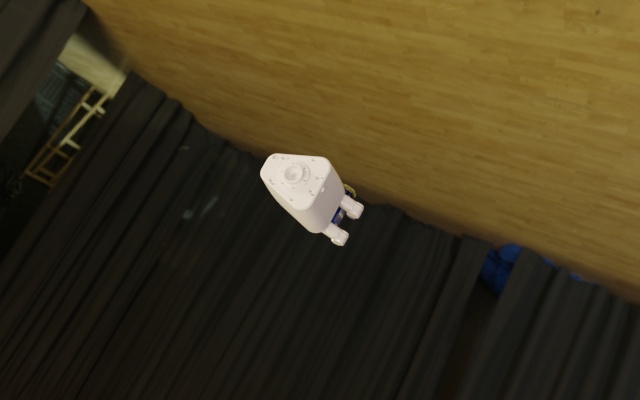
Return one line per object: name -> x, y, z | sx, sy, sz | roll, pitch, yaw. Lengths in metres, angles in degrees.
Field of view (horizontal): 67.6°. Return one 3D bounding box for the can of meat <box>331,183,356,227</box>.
can of meat -> 0.000, 0.003, 0.869 | 0.102, 0.084, 0.057 | 24, -14, 17
